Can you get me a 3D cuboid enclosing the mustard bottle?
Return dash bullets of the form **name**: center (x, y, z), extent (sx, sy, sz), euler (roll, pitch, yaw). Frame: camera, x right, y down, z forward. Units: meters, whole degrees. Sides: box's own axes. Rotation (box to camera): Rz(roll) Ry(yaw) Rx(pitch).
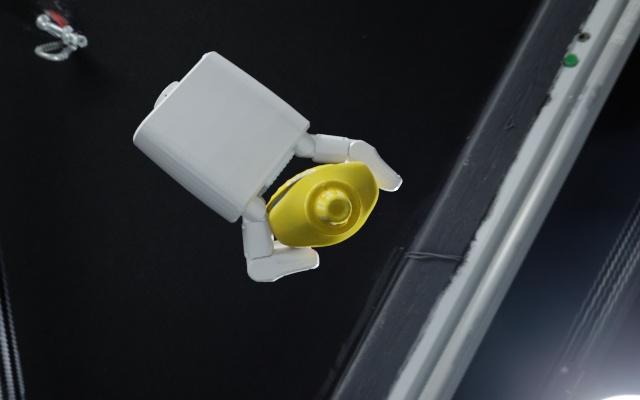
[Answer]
- **mustard bottle**: center (0.000, 0.002, 0.414), extent (0.096, 0.058, 0.191), euler (-28, 5, -5)
